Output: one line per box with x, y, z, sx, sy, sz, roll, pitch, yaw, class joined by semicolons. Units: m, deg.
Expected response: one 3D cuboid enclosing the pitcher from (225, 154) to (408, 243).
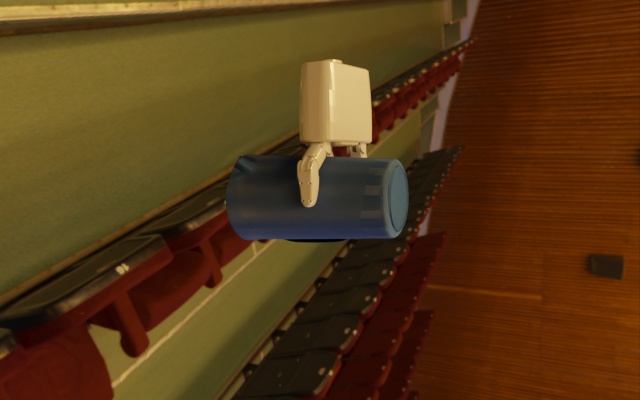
0.000;0.002;0.696;0.243;0.145;0.149;1;5;25;pitcher
